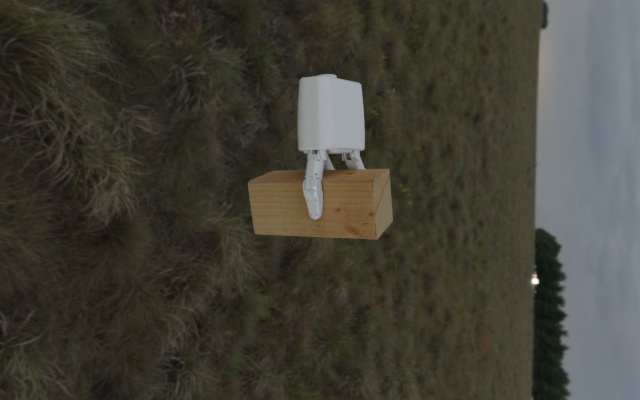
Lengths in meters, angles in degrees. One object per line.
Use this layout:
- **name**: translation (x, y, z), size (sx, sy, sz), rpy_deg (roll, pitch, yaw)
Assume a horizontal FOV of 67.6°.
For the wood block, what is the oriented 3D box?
- **wood block**: translation (0.000, 0.002, 0.756), size (0.206, 0.090, 0.091), rpy_deg (1, 15, 24)
